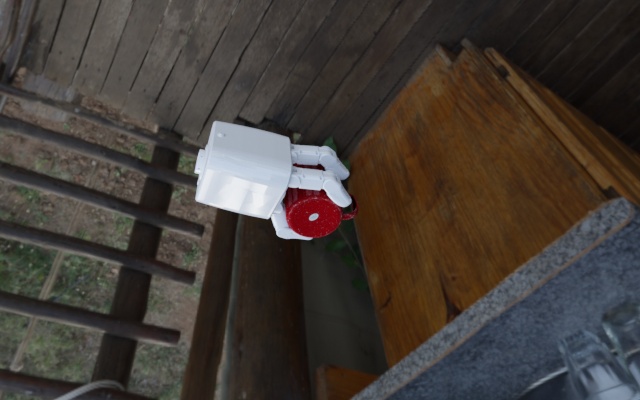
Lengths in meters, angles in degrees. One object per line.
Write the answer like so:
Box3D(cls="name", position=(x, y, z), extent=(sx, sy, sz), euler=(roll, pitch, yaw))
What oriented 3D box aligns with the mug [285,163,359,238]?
Box3D(cls="mug", position=(0.001, 0.003, 0.703), extent=(0.117, 0.093, 0.081), euler=(12, 39, -16))
